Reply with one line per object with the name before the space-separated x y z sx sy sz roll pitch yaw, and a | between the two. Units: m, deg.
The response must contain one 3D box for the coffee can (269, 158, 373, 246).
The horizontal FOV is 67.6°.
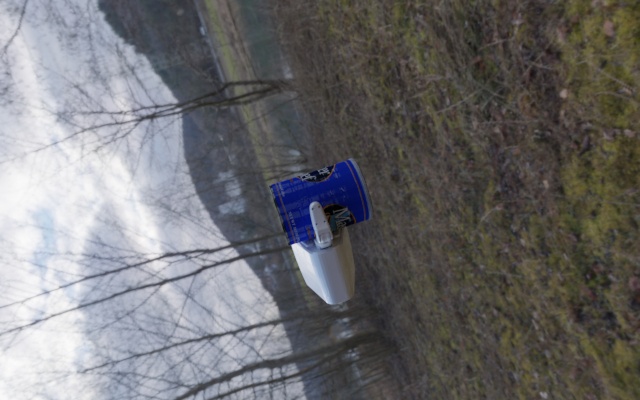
coffee can | 0.000 0.002 0.759 0.140 0.103 0.103 -18 2 -5
